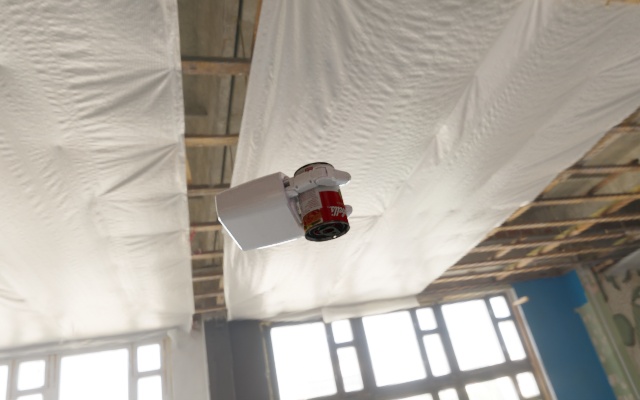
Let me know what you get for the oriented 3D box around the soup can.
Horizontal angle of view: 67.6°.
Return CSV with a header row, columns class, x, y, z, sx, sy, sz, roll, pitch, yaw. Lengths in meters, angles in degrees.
class,x,y,z,sx,sy,sz,roll,pitch,yaw
soup can,0.000,0.002,0.712,0.068,0.102,0.068,-10,-26,-5
